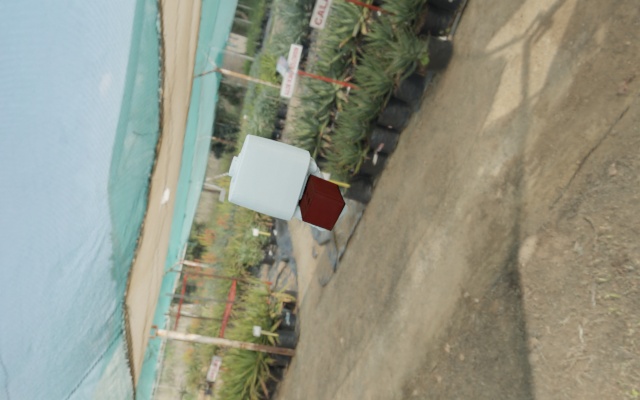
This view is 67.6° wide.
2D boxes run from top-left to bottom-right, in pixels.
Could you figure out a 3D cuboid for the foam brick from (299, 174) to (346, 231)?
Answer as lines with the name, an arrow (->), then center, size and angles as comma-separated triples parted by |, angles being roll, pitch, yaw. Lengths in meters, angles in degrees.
foam brick -> 0.000, 0.003, 0.748 | 0.051, 0.053, 0.078 | 21, 19, -16
